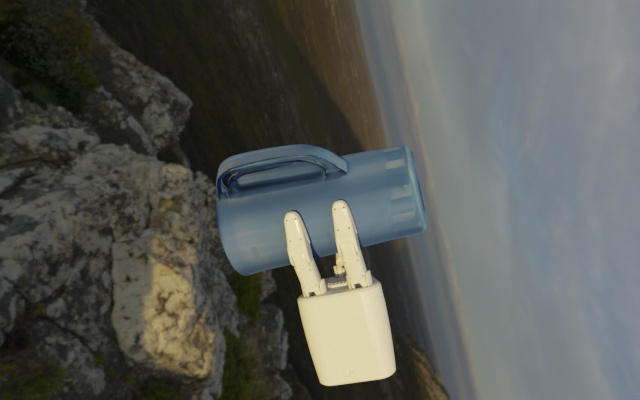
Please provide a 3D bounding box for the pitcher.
[{"bbox_3d":[0.000,0.002,0.588,0.243,0.145,0.149,-12,0,12],"label":"pitcher"}]
